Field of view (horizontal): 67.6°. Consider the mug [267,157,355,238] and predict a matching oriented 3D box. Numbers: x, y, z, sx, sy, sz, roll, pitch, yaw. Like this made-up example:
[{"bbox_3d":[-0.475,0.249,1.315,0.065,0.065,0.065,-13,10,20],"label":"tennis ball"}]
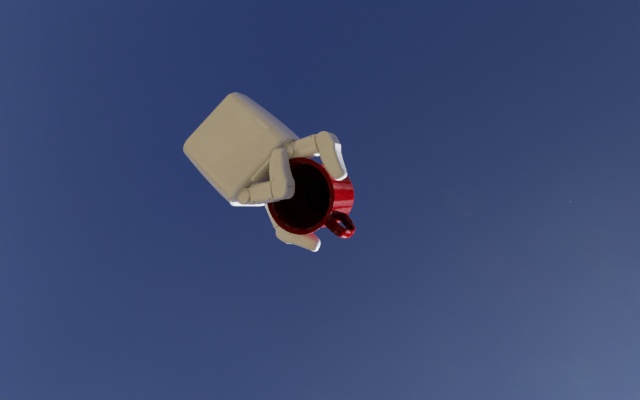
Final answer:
[{"bbox_3d":[0.001,0.003,0.603,0.117,0.093,0.081,43,19,19],"label":"mug"}]
